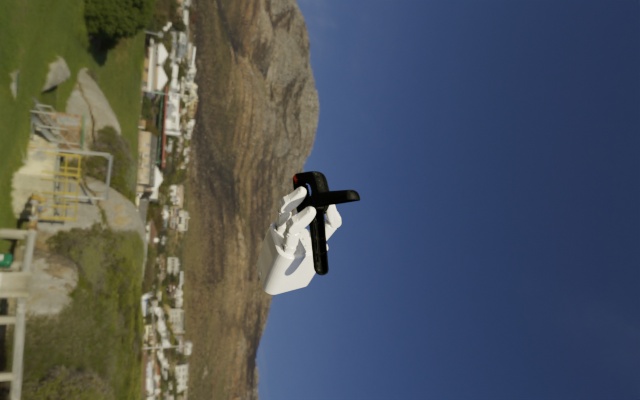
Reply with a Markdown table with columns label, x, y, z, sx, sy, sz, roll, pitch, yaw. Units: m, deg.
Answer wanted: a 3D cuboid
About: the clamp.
| label | x | y | z | sx | sy | sz | roll | pitch | yaw |
| --- | --- | --- | --- | --- | --- | --- | --- | --- | --- |
| clamp | 0.001 | 0.003 | 0.842 | 0.036 | 0.165 | 0.209 | 8 | 36 | -29 |
